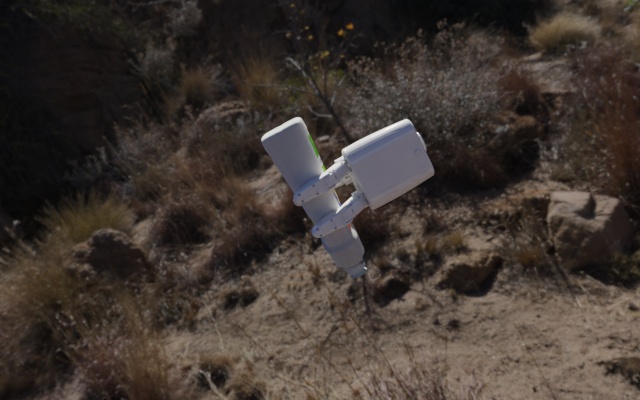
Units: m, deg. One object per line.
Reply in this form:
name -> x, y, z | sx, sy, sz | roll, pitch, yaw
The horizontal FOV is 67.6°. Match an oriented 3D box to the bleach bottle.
bleach bottle -> 0.000, 0.002, 0.715 | 0.068, 0.251, 0.102 | -28, 13, 3
